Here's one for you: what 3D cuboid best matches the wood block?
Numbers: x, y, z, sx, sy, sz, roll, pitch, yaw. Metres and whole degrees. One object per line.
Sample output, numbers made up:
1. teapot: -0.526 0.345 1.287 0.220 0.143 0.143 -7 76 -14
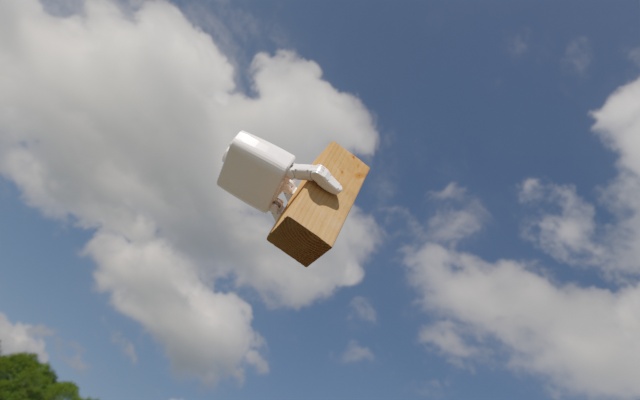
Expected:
1. wood block: 0.000 0.002 0.847 0.090 0.206 0.091 36 -42 -8
